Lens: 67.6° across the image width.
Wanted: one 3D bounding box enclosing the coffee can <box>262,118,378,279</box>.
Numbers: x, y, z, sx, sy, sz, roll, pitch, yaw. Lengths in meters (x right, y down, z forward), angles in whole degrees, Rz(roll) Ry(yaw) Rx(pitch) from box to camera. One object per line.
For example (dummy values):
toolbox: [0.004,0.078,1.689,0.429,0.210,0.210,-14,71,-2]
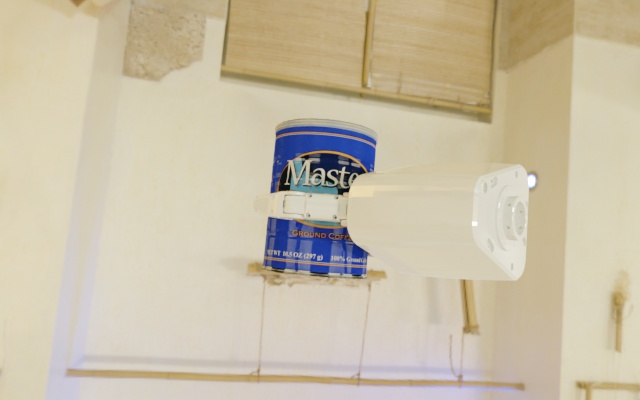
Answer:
coffee can: [0.000,0.001,0.469,0.103,0.140,0.103,5,-6,1]
